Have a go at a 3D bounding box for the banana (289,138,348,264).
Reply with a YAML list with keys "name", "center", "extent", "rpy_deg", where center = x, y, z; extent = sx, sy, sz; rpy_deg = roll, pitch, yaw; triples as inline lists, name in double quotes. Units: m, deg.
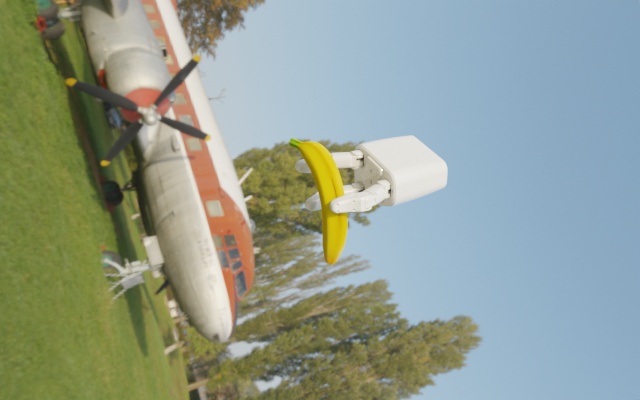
- name: "banana"
  center: [0.009, -0.003, 0.695]
  extent: [0.037, 0.198, 0.069]
  rpy_deg: [-17, 2, -31]
